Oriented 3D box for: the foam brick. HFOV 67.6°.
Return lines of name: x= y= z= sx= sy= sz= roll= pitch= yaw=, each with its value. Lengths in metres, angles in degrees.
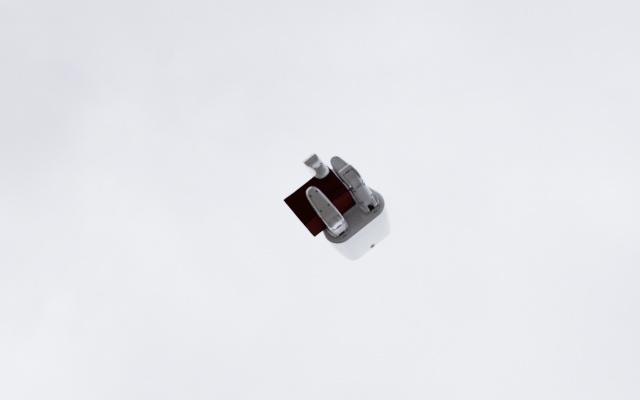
foam brick: x=0.000 y=0.002 z=0.652 sx=0.078 sy=0.053 sz=0.051 roll=-38 pitch=-27 yaw=-2
